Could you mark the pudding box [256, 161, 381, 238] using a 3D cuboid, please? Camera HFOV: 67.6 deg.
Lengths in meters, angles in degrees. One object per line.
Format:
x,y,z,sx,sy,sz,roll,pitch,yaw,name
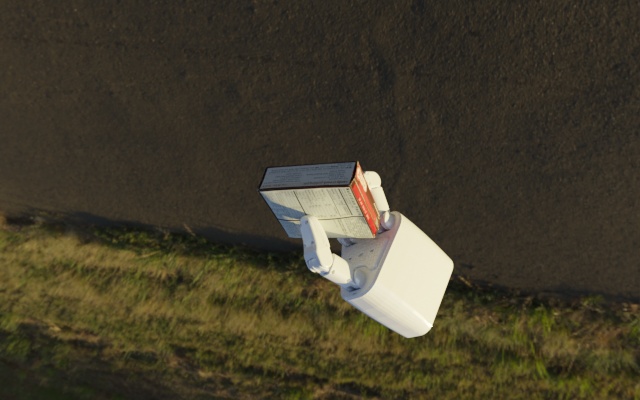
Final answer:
0.000,0.002,0.522,0.113,0.039,0.090,-3,-42,24,pudding box
